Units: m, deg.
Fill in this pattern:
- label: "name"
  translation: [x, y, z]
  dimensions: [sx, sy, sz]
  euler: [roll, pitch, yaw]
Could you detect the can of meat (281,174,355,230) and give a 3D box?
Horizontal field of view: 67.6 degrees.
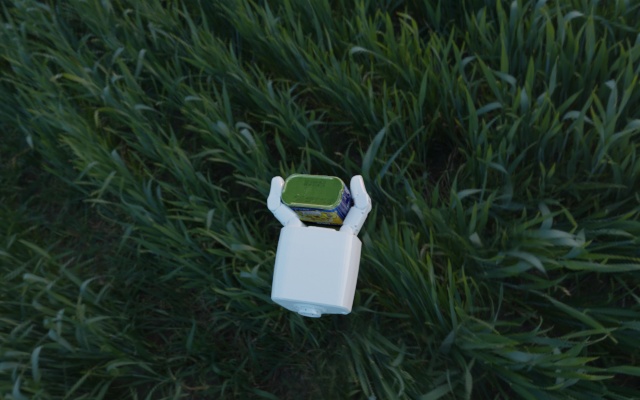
- label: "can of meat"
  translation: [0.000, 0.002, 0.730]
  dimensions: [0.102, 0.057, 0.084]
  euler: [4, -22, 23]
